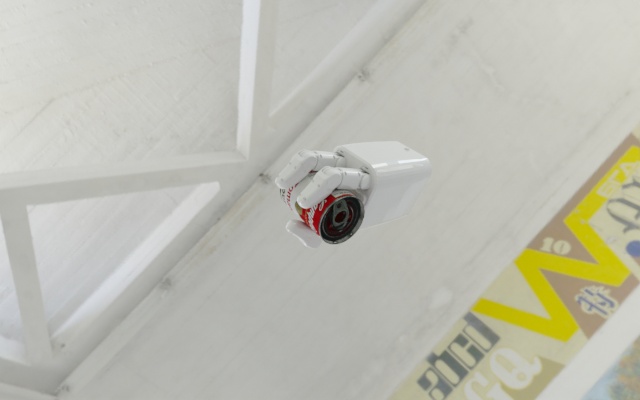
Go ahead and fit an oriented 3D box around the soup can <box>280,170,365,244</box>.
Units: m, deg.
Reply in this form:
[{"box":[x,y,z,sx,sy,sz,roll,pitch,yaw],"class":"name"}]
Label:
[{"box":[0.000,0.002,0.620,0.068,0.068,0.102,0,27,-38],"class":"soup can"}]
